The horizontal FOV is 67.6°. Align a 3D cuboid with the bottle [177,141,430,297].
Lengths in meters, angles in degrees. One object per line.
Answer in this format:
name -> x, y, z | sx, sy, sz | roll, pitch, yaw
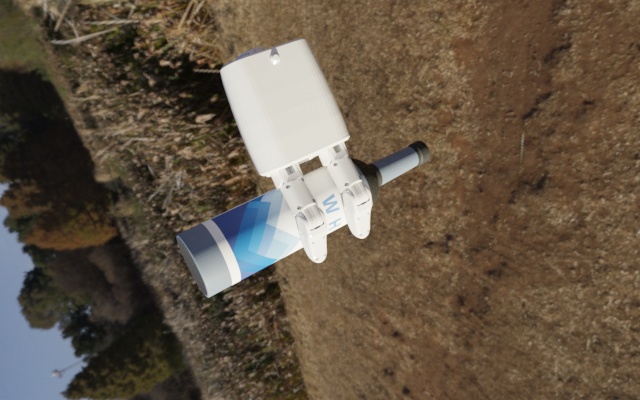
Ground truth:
bottle -> 0.000, 0.002, 0.507 | 0.295, 0.069, 0.069 | -27, 11, -24
